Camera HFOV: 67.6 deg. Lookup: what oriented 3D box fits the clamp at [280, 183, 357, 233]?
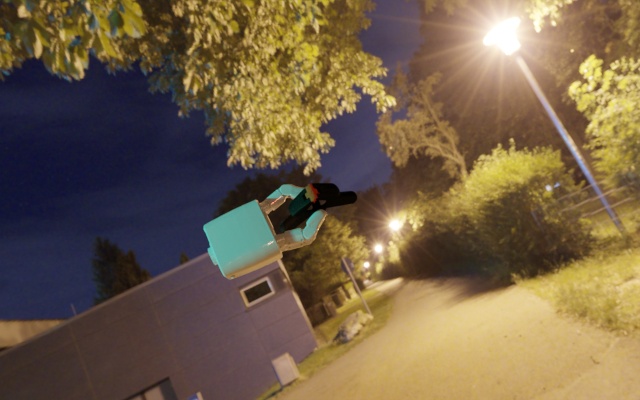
[{"bbox_3d":[0.000,0.002,0.866,0.164,0.036,0.210,-24,-12,-8],"label":"clamp"}]
